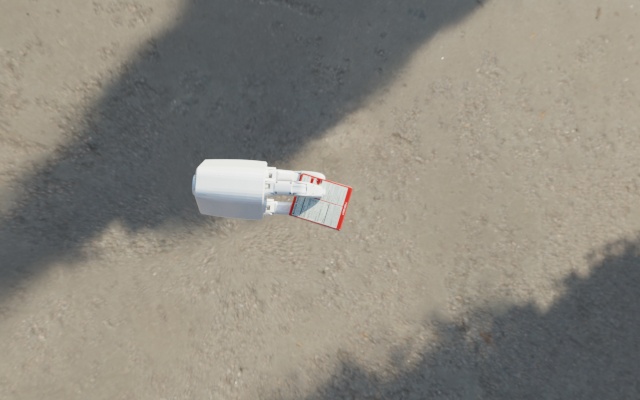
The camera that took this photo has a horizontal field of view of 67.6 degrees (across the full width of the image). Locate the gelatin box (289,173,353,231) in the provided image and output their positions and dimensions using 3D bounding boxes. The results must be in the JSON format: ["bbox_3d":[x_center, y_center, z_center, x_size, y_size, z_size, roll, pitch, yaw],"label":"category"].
[{"bbox_3d":[0.000,0.003,0.782,0.089,0.073,0.030,17,-6,-1],"label":"gelatin box"}]
